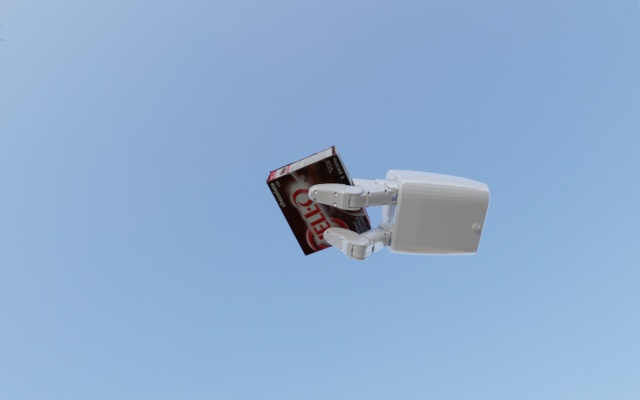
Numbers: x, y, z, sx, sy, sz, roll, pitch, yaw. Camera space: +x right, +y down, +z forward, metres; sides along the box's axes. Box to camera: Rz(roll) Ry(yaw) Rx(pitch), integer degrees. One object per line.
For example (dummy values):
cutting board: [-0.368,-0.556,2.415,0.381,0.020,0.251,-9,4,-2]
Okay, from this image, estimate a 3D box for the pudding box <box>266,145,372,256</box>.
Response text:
pudding box: [0.000,0.002,0.574,0.090,0.113,0.039,-22,22,11]
